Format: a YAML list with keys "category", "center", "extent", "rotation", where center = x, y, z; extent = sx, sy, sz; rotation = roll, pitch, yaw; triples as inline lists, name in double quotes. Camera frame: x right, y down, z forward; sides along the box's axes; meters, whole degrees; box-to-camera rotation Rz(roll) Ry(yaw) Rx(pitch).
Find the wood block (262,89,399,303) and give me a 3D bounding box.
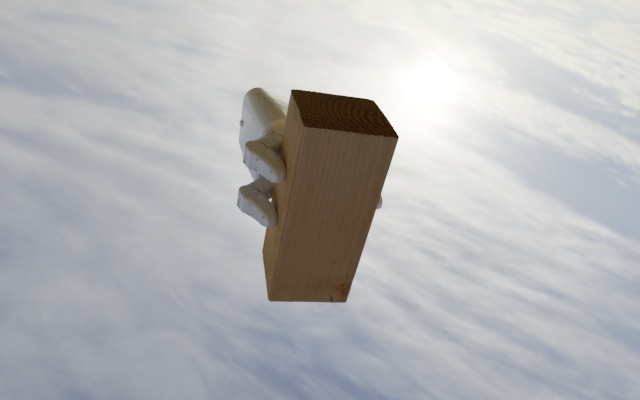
- category: "wood block"
  center: [0.000, 0.002, 0.501]
  extent: [0.091, 0.206, 0.090]
  rotation: [4, 33, -15]
